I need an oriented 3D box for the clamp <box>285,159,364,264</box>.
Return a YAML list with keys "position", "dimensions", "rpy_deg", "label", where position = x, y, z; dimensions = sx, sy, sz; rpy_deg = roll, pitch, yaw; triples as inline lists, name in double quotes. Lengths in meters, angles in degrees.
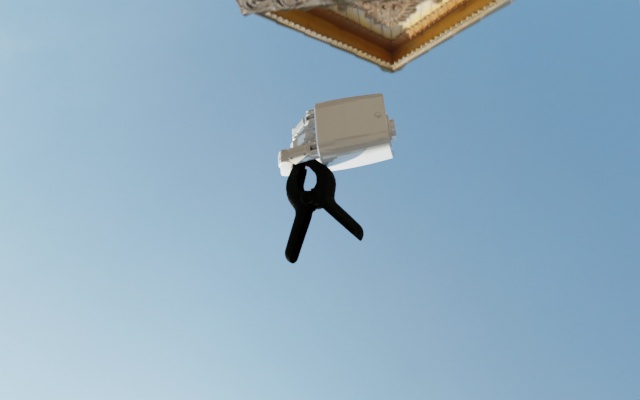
- position: [0.000, 0.002, 0.709]
  dimensions: [0.120, 0.171, 0.039]
  rpy_deg: [-10, -21, 13]
  label: "clamp"
